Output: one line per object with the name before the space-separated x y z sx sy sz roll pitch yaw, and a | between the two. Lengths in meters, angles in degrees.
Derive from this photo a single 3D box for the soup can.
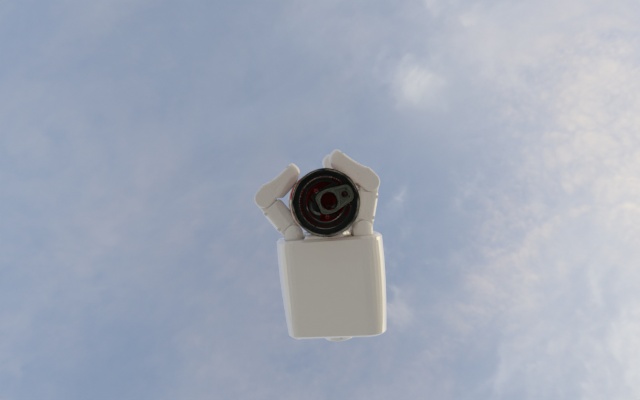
soup can | 0.000 0.001 0.514 0.068 0.068 0.102 0 1 -6
